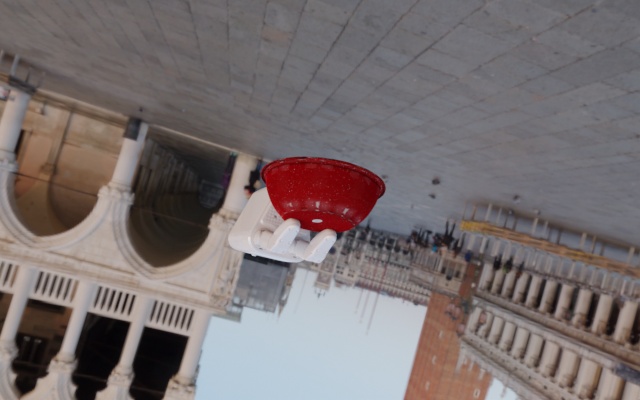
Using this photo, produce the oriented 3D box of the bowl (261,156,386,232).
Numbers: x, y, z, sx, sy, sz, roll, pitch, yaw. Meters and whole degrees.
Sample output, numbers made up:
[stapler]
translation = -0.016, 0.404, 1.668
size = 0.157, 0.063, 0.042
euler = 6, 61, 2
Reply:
[bowl]
translation = 0.000, 0.002, 0.605
size = 0.162, 0.055, 0.162
euler = 7, -19, 2
